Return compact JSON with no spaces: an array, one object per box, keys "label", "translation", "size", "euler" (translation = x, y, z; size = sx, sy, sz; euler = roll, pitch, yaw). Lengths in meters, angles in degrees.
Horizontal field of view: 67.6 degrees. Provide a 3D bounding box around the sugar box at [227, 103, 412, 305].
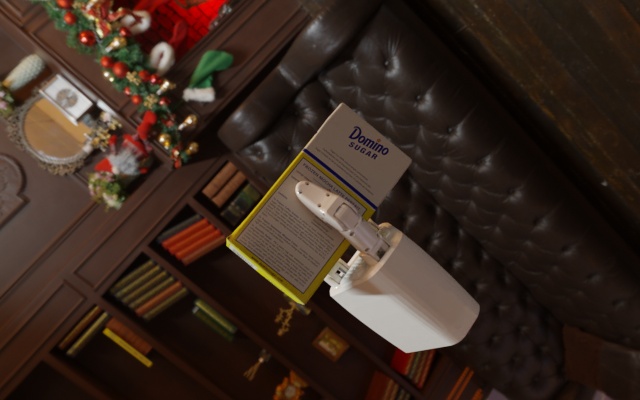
[{"label":"sugar box","translation":[0.000,0.002,0.463],"size":[0.093,0.176,0.048],"euler":[40,-17,-3]}]
